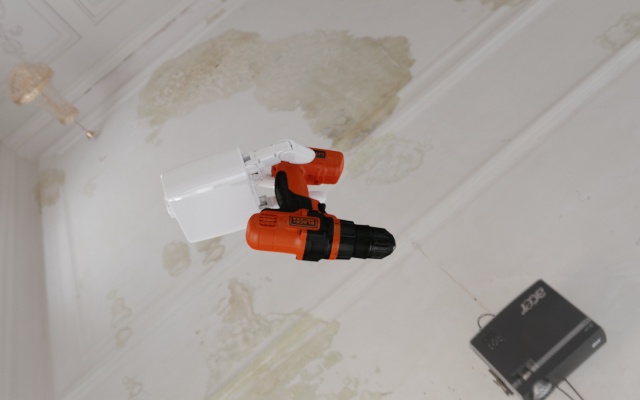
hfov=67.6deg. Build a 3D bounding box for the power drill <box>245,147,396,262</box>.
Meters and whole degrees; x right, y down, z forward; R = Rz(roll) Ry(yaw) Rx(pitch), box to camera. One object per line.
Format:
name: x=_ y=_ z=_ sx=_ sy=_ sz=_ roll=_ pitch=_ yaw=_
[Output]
power drill: x=0.000 y=0.002 z=0.635 sx=0.184 sy=0.057 sz=0.187 roll=7 pitch=37 yaw=-8
